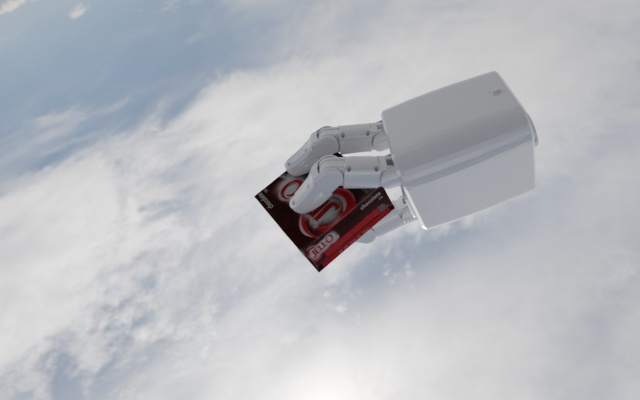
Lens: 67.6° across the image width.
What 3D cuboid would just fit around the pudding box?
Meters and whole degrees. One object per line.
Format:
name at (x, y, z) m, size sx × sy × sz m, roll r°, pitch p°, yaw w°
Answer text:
pudding box at (0.000, 0.002, 0.445) m, size 0.090 × 0.039 × 0.113 m, roll -39°, pitch 36°, yaw -7°
